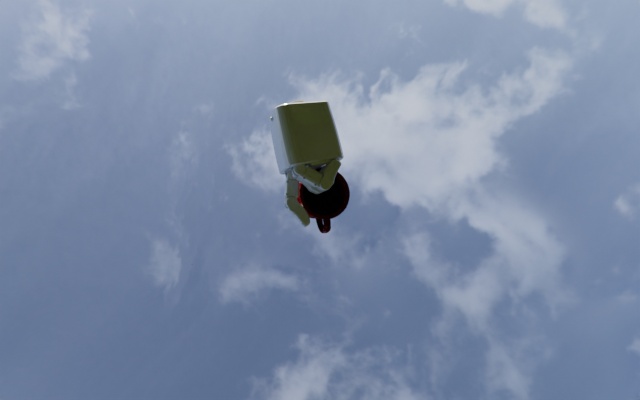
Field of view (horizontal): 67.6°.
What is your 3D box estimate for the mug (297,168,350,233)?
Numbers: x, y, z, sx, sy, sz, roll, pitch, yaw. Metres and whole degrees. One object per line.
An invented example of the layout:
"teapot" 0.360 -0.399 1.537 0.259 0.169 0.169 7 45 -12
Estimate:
"mug" 0.000 0.004 0.887 0.093 0.117 0.081 -10 -3 -16
